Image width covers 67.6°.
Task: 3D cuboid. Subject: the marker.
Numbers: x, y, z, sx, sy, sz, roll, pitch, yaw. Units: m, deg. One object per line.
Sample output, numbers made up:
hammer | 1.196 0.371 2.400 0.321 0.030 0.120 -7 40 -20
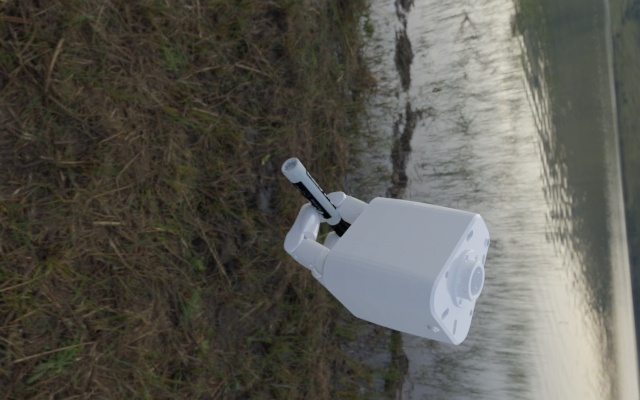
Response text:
marker | 0.000 0.002 0.482 0.020 0.020 0.121 0 -35 35
